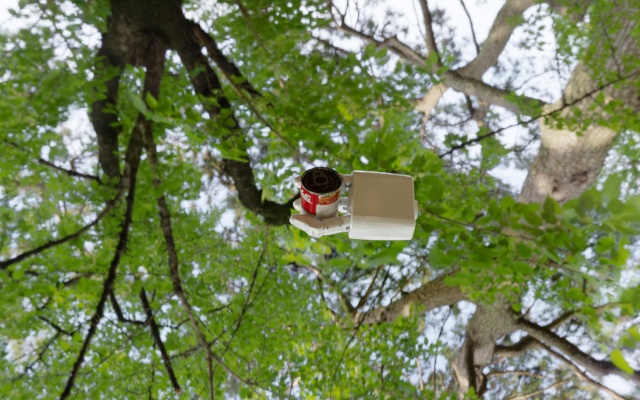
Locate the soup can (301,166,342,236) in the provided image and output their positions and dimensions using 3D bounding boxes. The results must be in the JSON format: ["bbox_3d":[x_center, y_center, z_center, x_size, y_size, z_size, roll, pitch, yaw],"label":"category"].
[{"bbox_3d":[0.000,0.003,0.806,0.068,0.102,0.068,1,44,-1],"label":"soup can"}]
